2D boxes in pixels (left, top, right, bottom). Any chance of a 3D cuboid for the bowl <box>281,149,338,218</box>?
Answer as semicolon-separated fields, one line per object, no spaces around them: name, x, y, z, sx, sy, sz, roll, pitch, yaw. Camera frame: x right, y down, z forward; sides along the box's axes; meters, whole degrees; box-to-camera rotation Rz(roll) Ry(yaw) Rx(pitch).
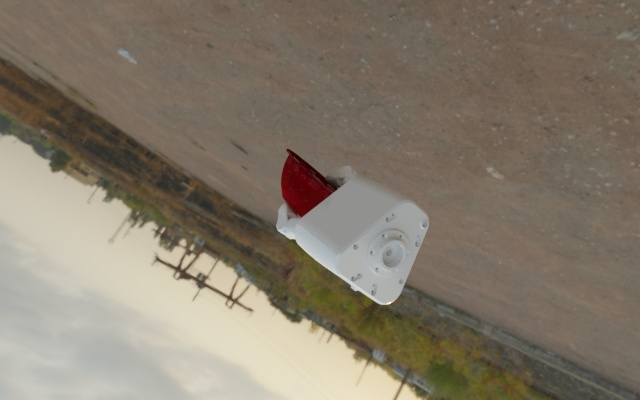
bowl;0.000;0.002;0.646;0.162;0.055;0.162;40;5;-4
